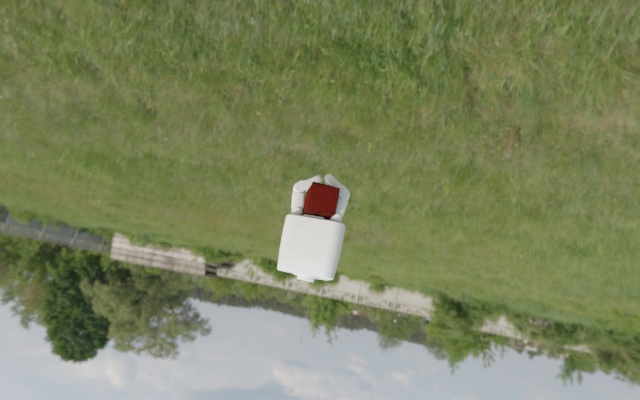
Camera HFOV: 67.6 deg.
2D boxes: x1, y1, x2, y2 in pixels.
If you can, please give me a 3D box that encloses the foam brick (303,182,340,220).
[{"bbox_3d":[0.000,0.003,0.881,0.053,0.051,0.078,13,-12,-6],"label":"foam brick"}]
